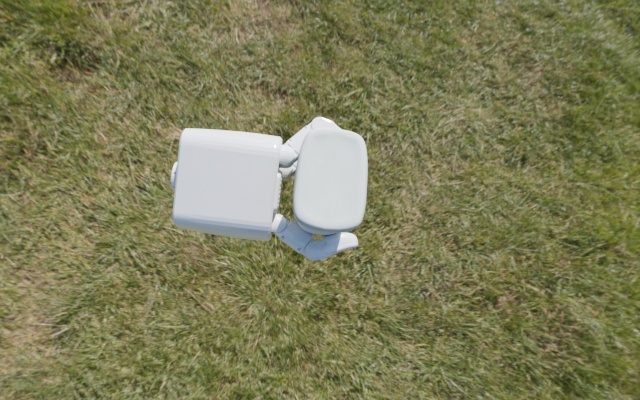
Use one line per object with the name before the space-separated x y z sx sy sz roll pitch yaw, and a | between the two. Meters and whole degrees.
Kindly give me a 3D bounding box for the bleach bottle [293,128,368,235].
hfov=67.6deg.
bleach bottle | 0.000 0.002 0.559 0.068 0.102 0.251 6 -12 -4
